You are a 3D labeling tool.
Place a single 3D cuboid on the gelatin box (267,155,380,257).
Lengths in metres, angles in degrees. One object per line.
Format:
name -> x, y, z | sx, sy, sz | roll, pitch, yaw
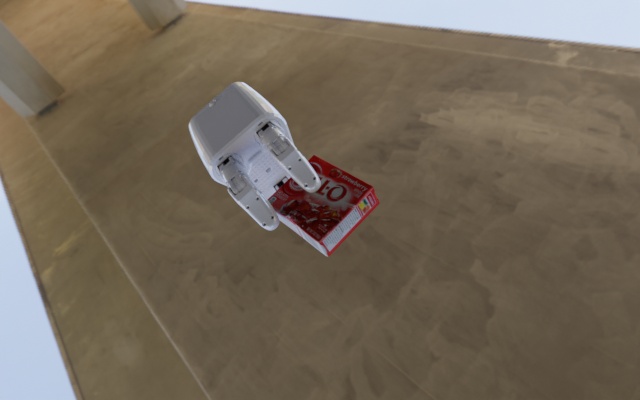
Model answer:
gelatin box -> 0.000, 0.002, 0.463 | 0.089, 0.073, 0.030 | 33, -18, 41
